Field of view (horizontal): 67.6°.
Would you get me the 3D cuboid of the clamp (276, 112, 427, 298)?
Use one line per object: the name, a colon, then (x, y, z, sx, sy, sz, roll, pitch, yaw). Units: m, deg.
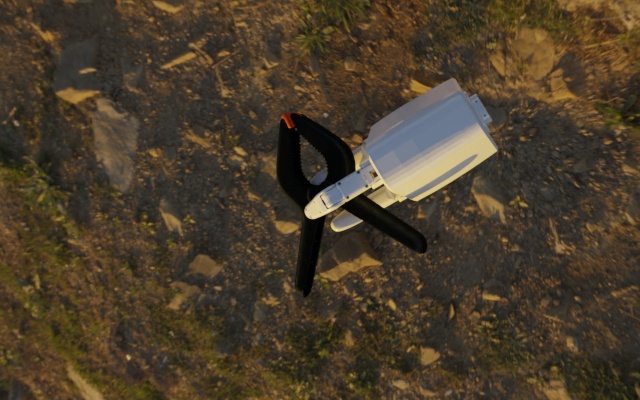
clamp: (0.000, 0.001, 0.542, 0.164, 0.210, 0.036, -32, -4, 21)
